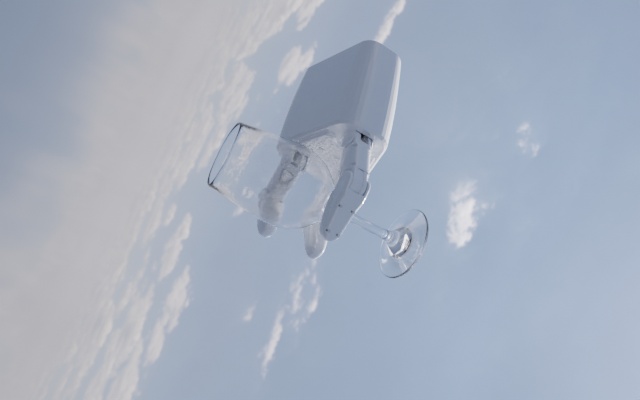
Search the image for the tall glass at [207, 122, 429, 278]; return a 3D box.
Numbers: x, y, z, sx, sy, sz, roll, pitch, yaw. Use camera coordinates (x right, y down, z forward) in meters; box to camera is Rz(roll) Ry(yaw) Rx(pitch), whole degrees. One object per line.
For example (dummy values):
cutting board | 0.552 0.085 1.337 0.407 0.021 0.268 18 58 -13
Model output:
tall glass | 0.001 0.002 0.444 0.201 0.079 0.079 26 -10 -21
